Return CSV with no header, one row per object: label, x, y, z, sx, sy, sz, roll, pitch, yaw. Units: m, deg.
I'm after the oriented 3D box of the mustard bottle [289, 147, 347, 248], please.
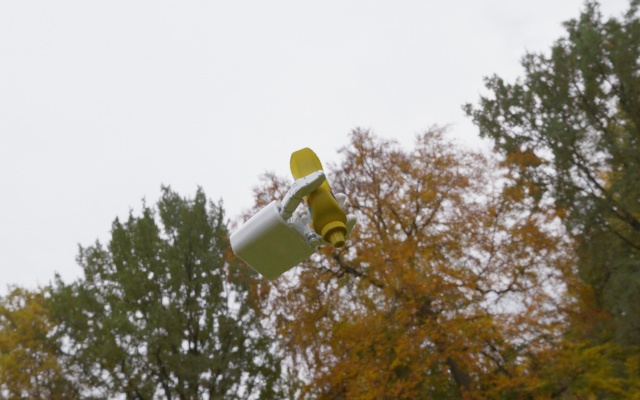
mustard bottle,0.000,0.002,0.811,0.058,0.191,0.096,-20,-40,-4
